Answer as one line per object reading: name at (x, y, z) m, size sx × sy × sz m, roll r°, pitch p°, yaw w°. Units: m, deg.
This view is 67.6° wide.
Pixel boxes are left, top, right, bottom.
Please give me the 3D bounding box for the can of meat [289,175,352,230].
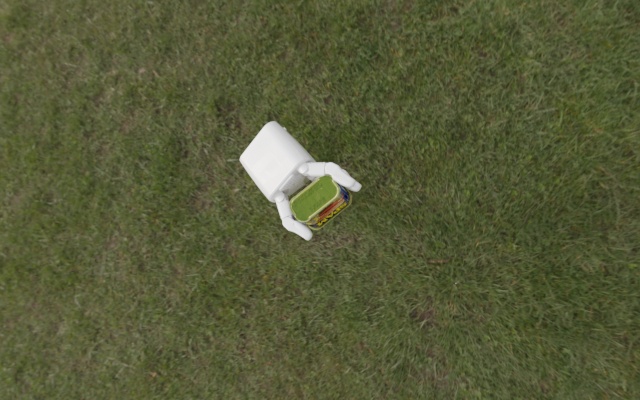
can of meat at (0.000, 0.003, 0.874) m, size 0.102 × 0.057 × 0.084 m, roll -39°, pitch -18°, yaw 7°
